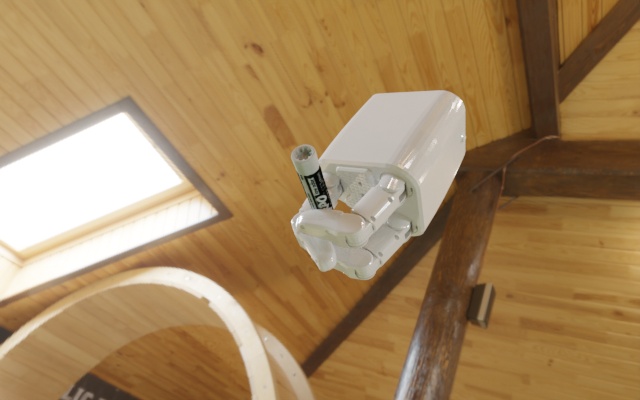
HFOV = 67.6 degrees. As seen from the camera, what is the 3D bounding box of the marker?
[{"bbox_3d":[0.000,0.001,0.400,0.020,0.020,0.121,0,-37,16],"label":"marker"}]
